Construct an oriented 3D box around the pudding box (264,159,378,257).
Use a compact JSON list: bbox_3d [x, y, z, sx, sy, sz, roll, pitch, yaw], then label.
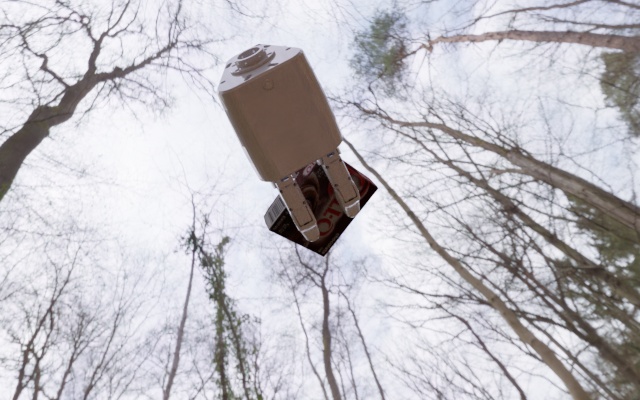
[{"bbox_3d":[0.000,0.002,0.568,0.090,0.113,0.039,30,15,-34],"label":"pudding box"}]
